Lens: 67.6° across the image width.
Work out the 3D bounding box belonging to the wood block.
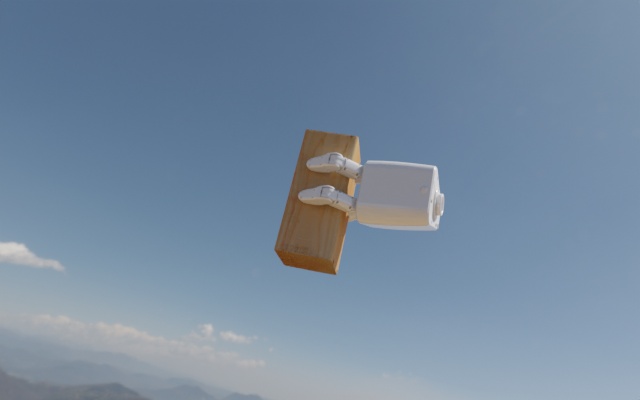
[{"bbox_3d":[0.001,0.003,0.763,0.090,0.206,0.091,9,-22,11],"label":"wood block"}]
